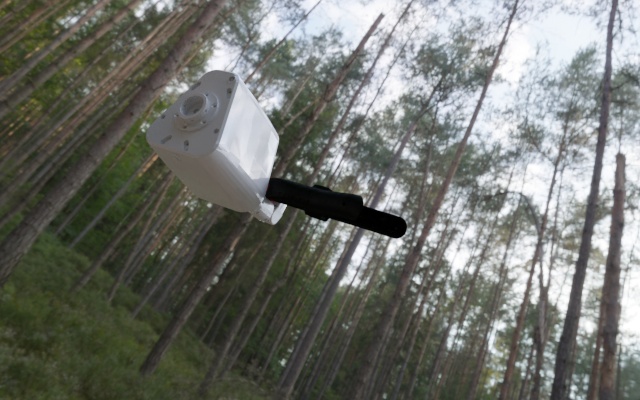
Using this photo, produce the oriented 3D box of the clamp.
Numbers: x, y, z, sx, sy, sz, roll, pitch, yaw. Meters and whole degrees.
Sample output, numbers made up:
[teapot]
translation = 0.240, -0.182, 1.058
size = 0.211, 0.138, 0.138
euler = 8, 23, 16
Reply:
[clamp]
translation = 0.000, 0.001, 0.515
size = 0.171, 0.039, 0.120
euler = 13, -12, 26
